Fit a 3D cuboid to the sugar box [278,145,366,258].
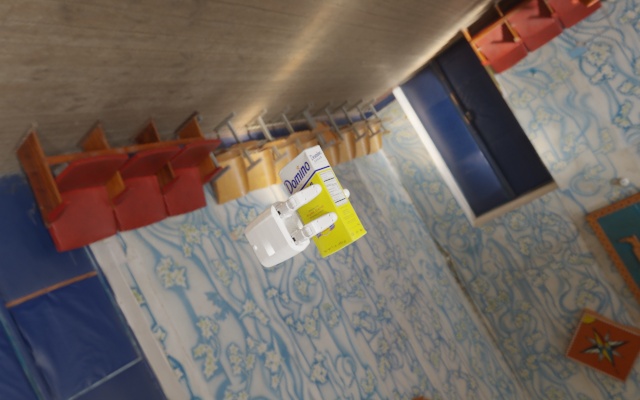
[{"bbox_3d":[0.000,0.003,0.837,0.048,0.176,0.093,-26,-6,-44],"label":"sugar box"}]
